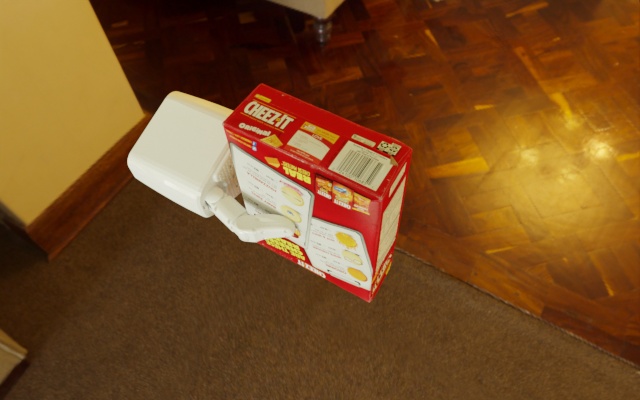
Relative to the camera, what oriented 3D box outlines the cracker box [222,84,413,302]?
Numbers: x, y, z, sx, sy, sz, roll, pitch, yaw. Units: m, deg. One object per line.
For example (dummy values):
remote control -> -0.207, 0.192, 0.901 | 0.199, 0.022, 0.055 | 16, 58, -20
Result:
cracker box -> 0.000, 0.002, 0.499 | 0.164, 0.072, 0.214 | 26, -29, 19
